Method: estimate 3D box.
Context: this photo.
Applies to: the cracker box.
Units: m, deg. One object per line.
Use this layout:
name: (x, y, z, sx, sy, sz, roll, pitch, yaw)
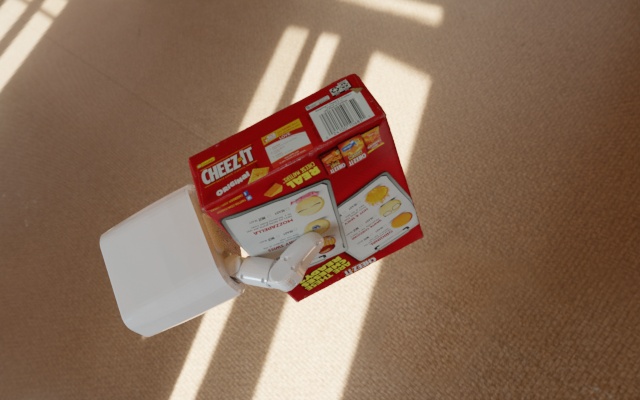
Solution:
cracker box: (0.000, 0.002, 0.469, 0.164, 0.072, 0.214, -28, -36, 3)
